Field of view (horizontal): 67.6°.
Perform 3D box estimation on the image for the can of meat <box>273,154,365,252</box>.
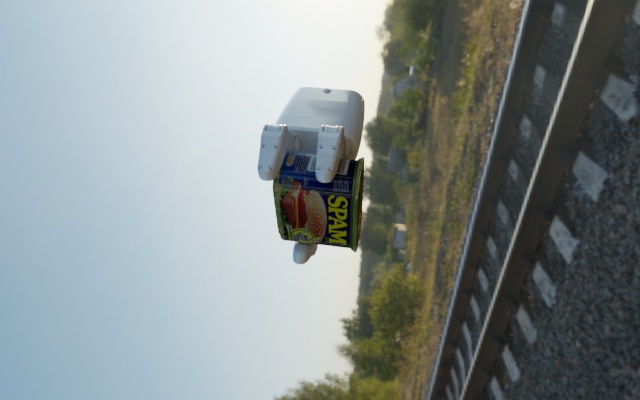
[{"bbox_3d":[0.000,0.002,0.494,0.084,0.102,0.057,6,44,8],"label":"can of meat"}]
